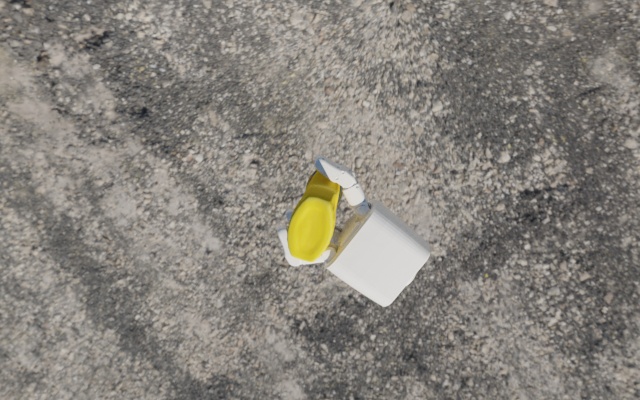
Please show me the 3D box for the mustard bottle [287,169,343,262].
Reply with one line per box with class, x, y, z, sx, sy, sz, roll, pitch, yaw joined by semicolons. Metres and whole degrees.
mustard bottle;0.000;0.002;0.687;0.058;0.096;0.191;15;25;2
